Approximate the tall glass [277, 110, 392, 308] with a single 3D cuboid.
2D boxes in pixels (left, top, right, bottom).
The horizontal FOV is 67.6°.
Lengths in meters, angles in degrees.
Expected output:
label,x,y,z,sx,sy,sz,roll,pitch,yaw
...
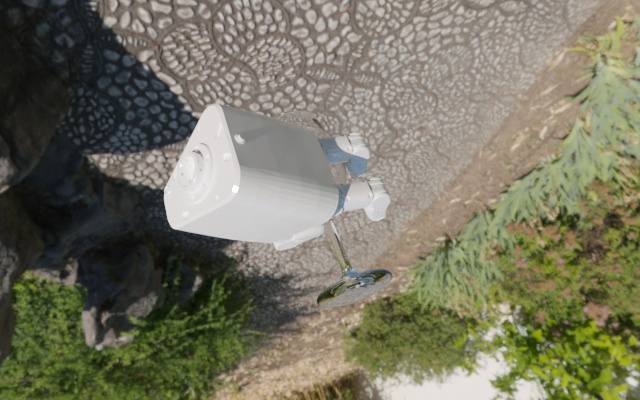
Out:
label,x,y,z,sx,sy,sz,roll,pitch,yaw
tall glass,0.000,0.002,0.488,0.079,0.201,0.079,-16,-29,-9
